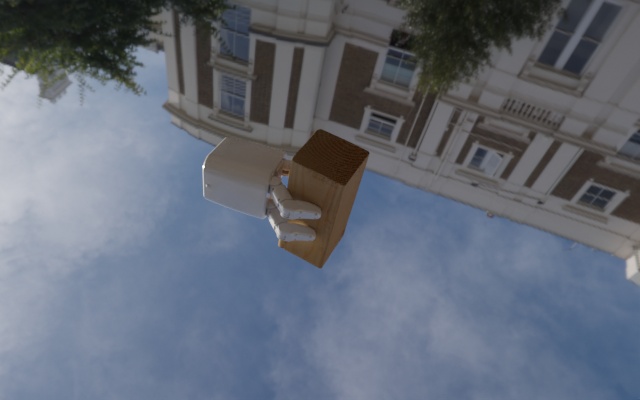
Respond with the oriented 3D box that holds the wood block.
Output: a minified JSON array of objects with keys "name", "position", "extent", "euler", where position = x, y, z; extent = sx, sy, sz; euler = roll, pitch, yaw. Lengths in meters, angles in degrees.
[{"name":"wood block","position":[0.000,0.002,0.768],"extent":[0.090,0.206,0.090],"euler":[27,49,12]}]
